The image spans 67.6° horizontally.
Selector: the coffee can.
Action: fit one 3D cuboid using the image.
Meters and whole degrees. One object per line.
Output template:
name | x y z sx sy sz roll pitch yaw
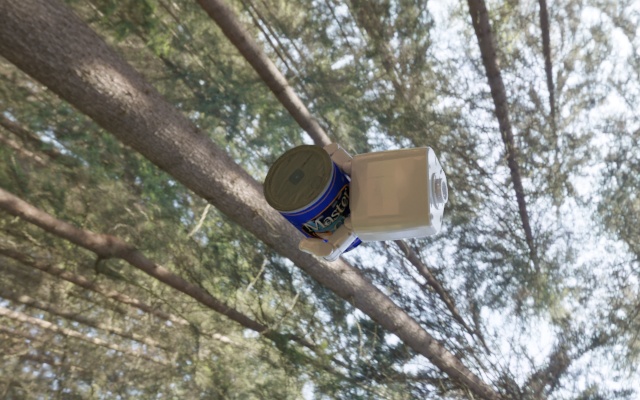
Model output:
coffee can | 0.000 0.002 0.673 0.103 0.102 0.140 0 -29 31
